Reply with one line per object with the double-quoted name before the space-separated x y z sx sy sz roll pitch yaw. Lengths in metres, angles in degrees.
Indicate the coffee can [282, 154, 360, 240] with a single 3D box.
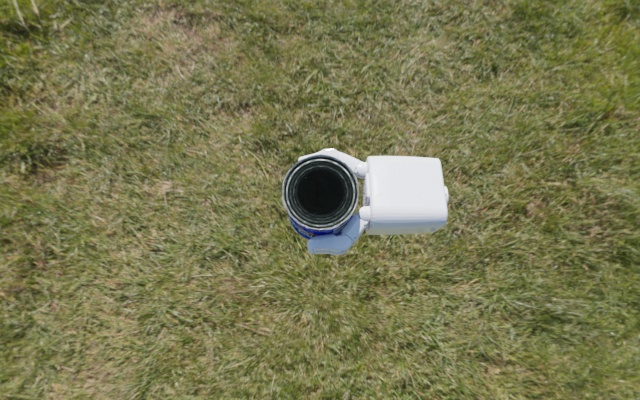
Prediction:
"coffee can" 0.000 0.002 0.692 0.103 0.102 0.140 0 -11 0
